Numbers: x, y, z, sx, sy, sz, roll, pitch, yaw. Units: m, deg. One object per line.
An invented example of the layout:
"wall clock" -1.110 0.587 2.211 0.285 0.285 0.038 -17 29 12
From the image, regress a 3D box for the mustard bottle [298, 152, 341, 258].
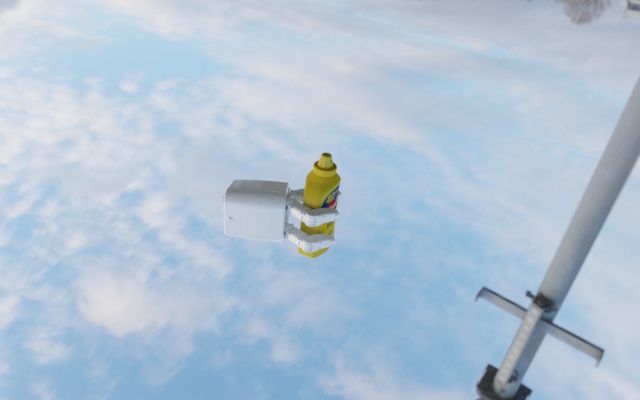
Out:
"mustard bottle" 0.000 0.003 0.851 0.058 0.192 0.096 19 35 19
